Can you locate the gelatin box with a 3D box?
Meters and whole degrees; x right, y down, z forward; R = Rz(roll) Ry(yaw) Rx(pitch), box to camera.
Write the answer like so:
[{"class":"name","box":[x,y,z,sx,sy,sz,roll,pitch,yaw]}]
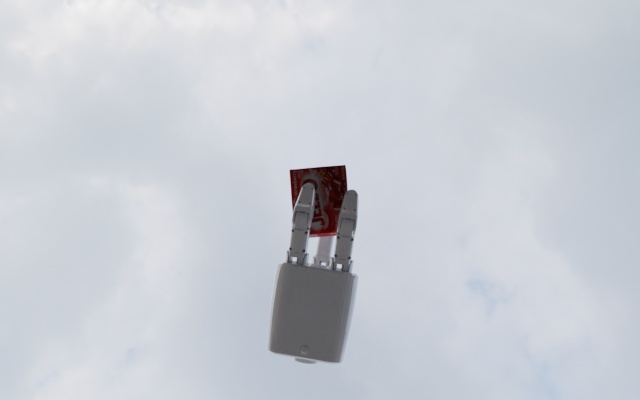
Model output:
[{"class":"gelatin box","box":[0.000,0.002,0.612,0.073,0.089,0.030,-5,-13,3]}]
